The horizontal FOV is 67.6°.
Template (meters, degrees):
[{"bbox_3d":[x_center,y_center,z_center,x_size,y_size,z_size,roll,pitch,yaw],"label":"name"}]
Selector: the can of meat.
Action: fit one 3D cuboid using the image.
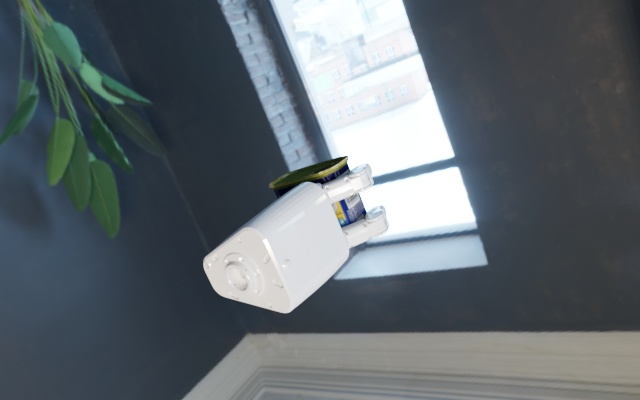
[{"bbox_3d":[0.000,0.002,0.574,0.102,0.084,0.057,-14,15,35],"label":"can of meat"}]
